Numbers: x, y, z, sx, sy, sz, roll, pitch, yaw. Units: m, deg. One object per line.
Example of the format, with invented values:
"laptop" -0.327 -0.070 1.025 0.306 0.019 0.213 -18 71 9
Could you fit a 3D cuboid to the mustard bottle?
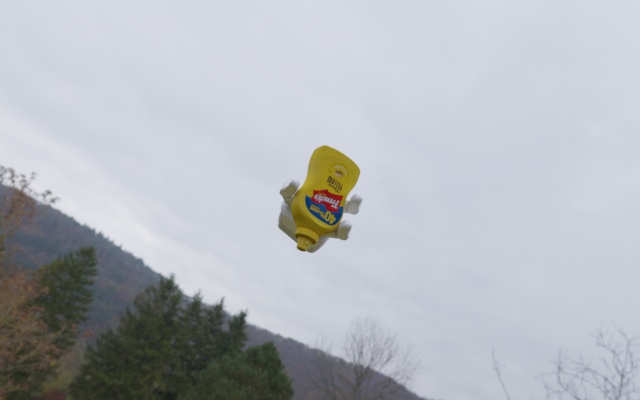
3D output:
"mustard bottle" 0.000 0.002 0.851 0.096 0.191 0.058 34 -25 -25
